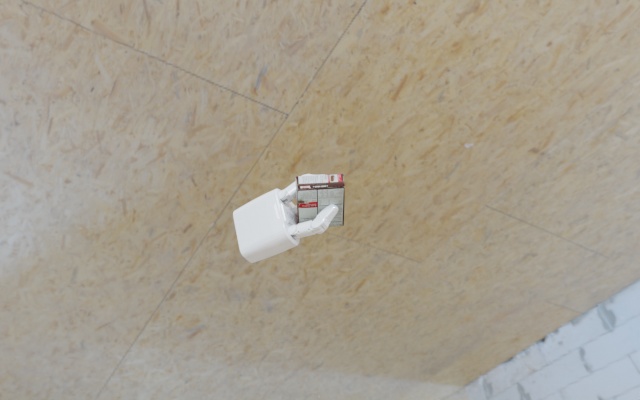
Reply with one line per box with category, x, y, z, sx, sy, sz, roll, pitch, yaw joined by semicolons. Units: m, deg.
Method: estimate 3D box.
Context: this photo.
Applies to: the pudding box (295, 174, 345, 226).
pudding box;0.000;0.003;0.900;0.090;0.039;0.114;-4;-42;-3
